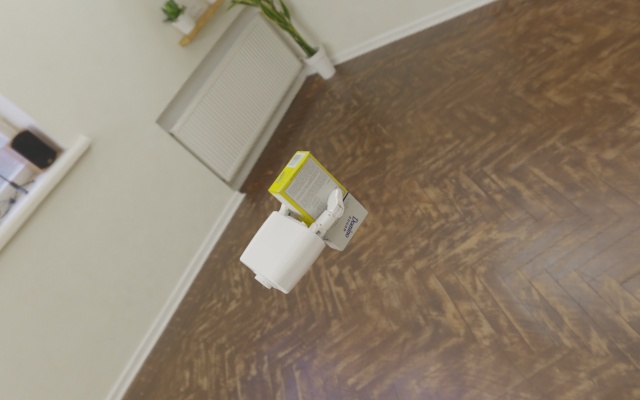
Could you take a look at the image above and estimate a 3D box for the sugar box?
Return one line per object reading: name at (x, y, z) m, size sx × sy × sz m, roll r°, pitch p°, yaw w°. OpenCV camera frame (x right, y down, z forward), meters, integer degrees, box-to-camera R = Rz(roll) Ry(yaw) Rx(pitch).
sugar box at (0.000, 0.003, 0.857) m, size 0.176 × 0.093 × 0.048 m, roll 46°, pitch -18°, yaw -31°
